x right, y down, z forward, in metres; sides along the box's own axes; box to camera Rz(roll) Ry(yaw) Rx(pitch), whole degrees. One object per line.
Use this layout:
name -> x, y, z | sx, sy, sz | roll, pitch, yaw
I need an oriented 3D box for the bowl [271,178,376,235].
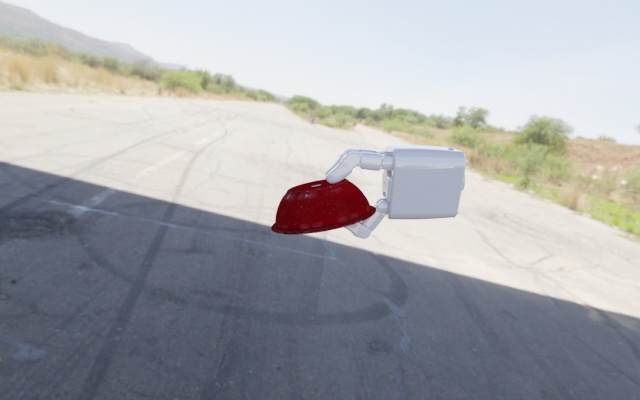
bowl -> -0.001, 0.002, 0.717 | 0.162, 0.055, 0.162 | -10, 10, 2
